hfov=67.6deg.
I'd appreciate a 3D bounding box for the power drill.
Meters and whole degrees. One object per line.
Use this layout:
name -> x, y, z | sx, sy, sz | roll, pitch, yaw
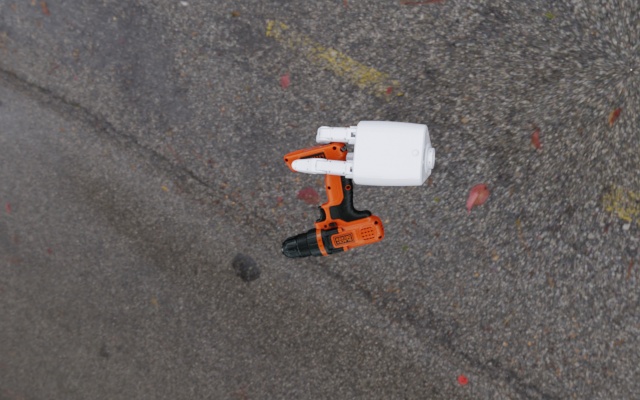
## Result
power drill -> 0.000, 0.002, 0.815 | 0.184, 0.188, 0.057 | -14, 12, 13
